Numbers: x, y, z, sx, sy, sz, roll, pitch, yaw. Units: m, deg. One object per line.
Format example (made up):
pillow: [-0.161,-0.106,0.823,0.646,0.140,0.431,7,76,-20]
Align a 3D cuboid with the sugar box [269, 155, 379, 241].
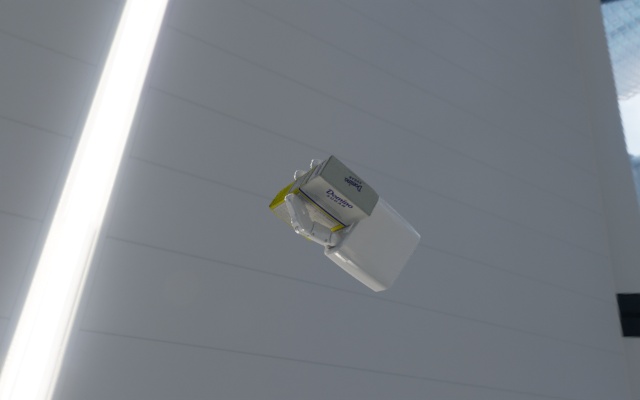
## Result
sugar box: [0.000,0.002,0.712,0.093,0.048,0.176,39,-32,-15]
